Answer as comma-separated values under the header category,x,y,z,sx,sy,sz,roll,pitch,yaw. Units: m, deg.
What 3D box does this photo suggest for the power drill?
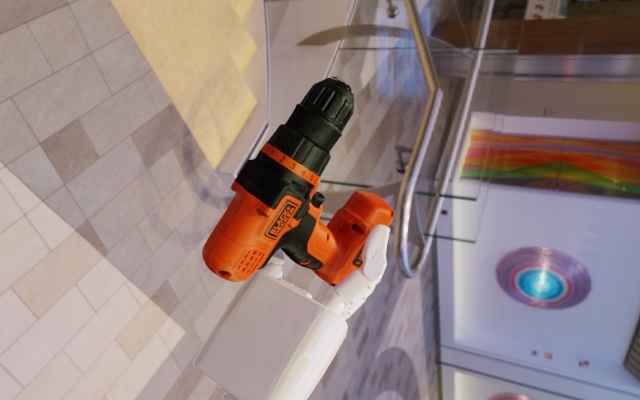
category,x,y,z,sx,sy,sz,roll,pitch,yaw
power drill,0.000,0.002,0.441,0.057,0.184,0.188,37,3,36
